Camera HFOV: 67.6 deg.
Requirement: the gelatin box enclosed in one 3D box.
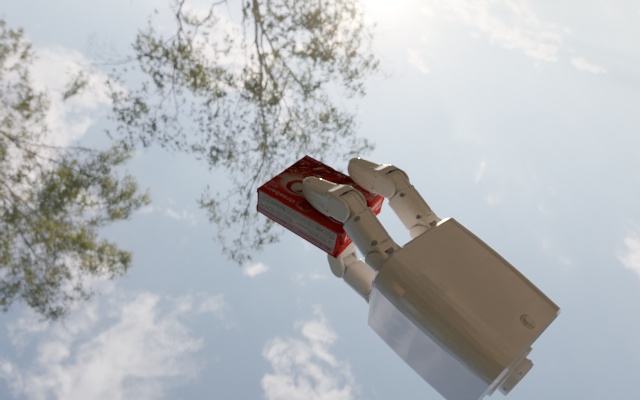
[{"bbox_3d":[0.000,0.002,0.422,0.089,0.030,0.073,28,42,22],"label":"gelatin box"}]
